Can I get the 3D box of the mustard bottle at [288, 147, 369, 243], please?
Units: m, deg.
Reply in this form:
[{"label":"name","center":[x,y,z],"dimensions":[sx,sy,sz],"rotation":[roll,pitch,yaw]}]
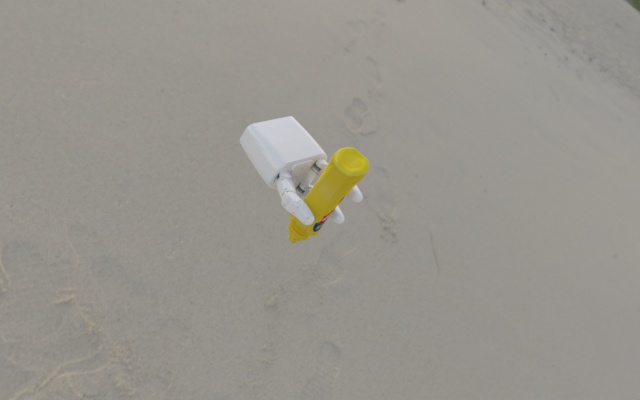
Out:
[{"label":"mustard bottle","center":[0.000,0.003,0.784],"dimensions":[0.058,0.192,0.096],"rotation":[40,30,3]}]
